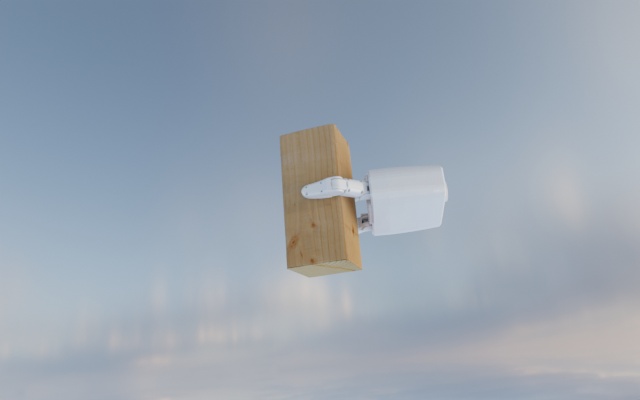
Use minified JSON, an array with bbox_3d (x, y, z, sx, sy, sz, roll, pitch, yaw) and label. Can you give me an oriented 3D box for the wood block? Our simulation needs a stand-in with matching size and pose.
[{"bbox_3d":[0.000,0.002,0.720,0.090,0.206,0.091,-11,-20,16],"label":"wood block"}]
